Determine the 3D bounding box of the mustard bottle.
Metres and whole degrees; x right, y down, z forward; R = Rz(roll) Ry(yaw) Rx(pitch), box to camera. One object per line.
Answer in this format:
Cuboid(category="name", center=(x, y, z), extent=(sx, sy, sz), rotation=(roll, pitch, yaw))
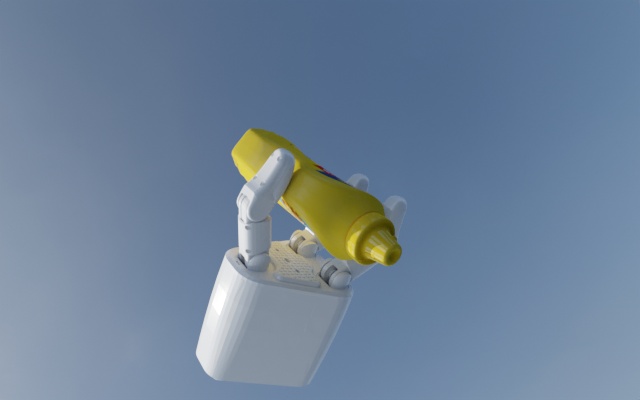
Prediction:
Cuboid(category="mustard bottle", center=(0.000, 0.001, 0.416), extent=(0.096, 0.058, 0.191), rotation=(40, -2, -44))
